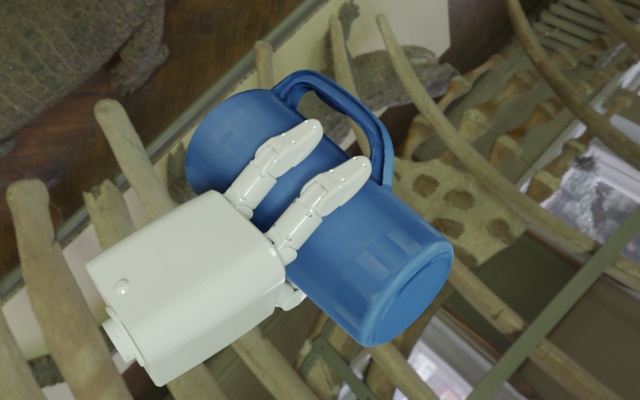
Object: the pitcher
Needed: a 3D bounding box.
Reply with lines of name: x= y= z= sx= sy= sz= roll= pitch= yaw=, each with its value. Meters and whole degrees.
pitcher: x=0.000 y=0.002 z=0.430 sx=0.145 sy=0.149 sz=0.242 roll=-31 pitch=55 yaw=-28
